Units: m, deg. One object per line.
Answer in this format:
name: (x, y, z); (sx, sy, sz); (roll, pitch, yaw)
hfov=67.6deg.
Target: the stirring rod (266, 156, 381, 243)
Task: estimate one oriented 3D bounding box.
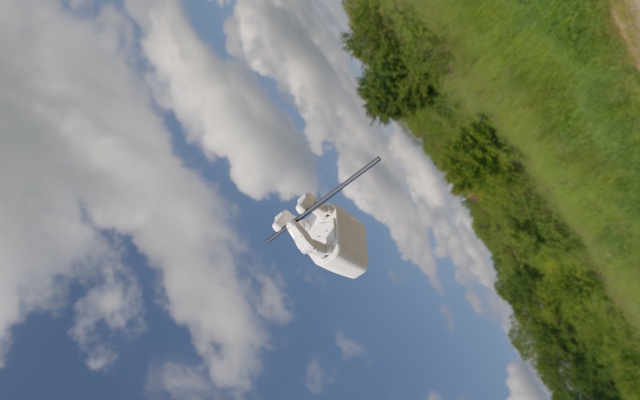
stirring rod: (0.000, 0.003, 0.774); (0.239, 0.011, 0.011); (-37, -14, 20)
